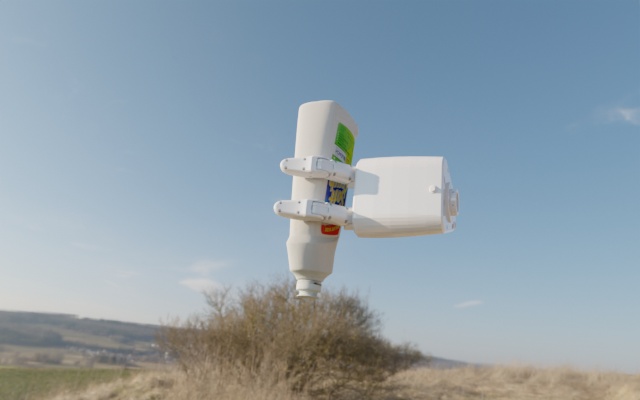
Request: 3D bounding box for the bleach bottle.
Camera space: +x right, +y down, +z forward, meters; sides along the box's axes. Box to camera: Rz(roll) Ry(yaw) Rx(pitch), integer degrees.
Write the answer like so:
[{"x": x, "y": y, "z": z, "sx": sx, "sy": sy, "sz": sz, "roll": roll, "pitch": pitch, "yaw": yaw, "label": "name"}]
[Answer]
[{"x": 0.000, "y": 0.002, "z": 0.627, "sx": 0.068, "sy": 0.250, "sz": 0.103, "roll": -2, "pitch": -19, "yaw": 24, "label": "bleach bottle"}]
